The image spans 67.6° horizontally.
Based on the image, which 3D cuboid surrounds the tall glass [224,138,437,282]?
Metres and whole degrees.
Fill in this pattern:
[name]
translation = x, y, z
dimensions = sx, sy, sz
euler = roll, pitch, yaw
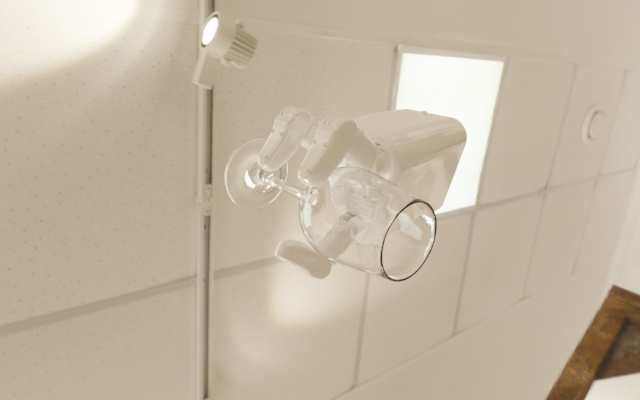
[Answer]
[tall glass]
translation = 0.000, 0.001, 0.410
dimensions = 0.079, 0.079, 0.201
euler = 0, 17, -42
